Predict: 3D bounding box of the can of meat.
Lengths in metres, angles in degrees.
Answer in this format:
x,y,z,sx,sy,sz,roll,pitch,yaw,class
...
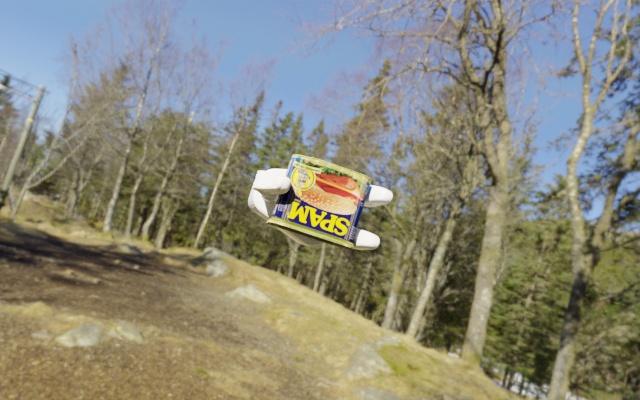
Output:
x,y,z,sx,sy,sz,roll,pitch,yaw,class
0.000,0.001,0.550,0.102,0.084,0.057,19,-8,-7,can of meat
